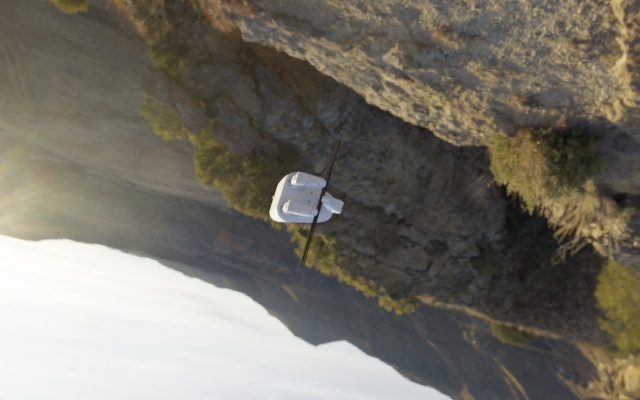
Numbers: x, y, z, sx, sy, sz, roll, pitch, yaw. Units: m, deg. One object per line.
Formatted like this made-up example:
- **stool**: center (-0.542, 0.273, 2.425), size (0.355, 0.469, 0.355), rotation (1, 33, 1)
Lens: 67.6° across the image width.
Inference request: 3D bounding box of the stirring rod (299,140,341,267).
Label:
- **stirring rod**: center (0.000, 0.003, 0.861), size (0.011, 0.239, 0.011), rotation (16, -9, 3)
